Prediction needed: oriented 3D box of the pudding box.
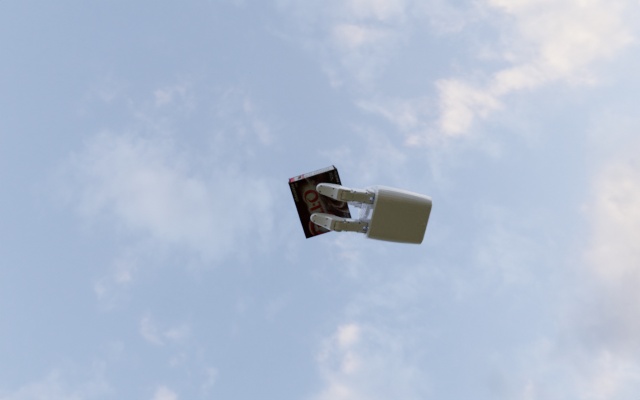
[{"bbox_3d":[0.000,0.003,0.854,0.090,0.113,0.039,-17,15,0],"label":"pudding box"}]
